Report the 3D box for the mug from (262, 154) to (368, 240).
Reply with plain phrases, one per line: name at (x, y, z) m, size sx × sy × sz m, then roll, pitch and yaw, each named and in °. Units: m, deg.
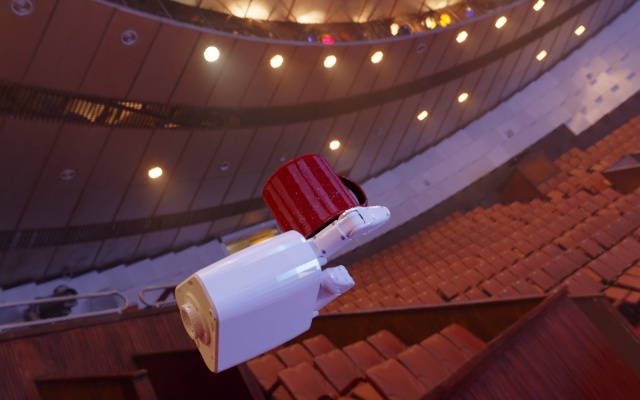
mug at (0.001, 0.001, 0.518) m, size 0.117 × 0.081 × 0.093 m, roll -20°, pitch -26°, yaw -33°
